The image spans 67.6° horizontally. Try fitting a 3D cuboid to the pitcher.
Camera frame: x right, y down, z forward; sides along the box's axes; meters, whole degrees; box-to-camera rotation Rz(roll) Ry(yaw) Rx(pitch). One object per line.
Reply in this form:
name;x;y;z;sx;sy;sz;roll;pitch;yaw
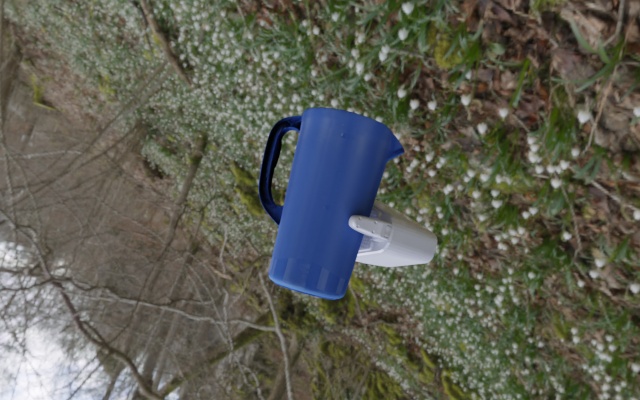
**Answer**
pitcher;0.000;0.002;0.657;0.145;0.243;0.149;19;-6;-37
